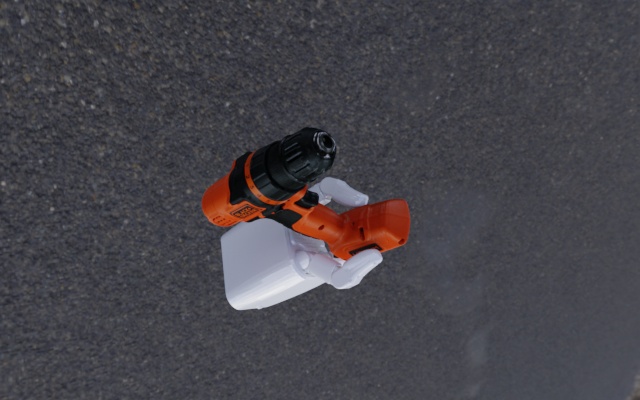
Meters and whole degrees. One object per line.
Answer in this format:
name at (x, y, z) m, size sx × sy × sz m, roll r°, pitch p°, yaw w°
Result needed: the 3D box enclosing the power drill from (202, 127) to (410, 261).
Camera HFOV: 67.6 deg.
power drill at (0.000, 0.002, 0.475) m, size 0.188 × 0.057 × 0.184 m, roll 23°, pitch -29°, yaw -33°
